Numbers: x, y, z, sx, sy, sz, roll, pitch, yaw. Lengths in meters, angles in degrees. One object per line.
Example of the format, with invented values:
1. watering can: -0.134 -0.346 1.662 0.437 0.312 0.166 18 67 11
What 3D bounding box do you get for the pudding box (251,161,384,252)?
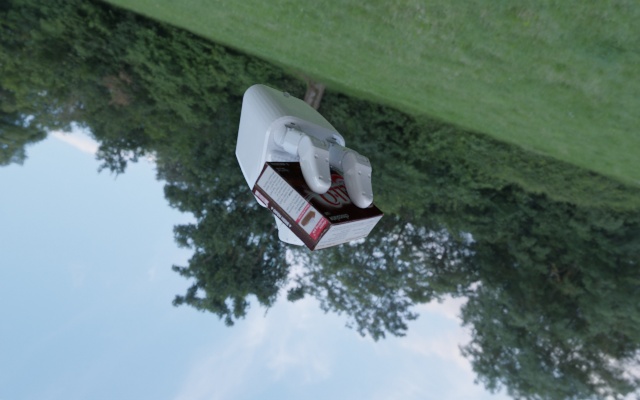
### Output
1. pudding box: 0.000 0.002 0.469 0.090 0.039 0.113 42 25 21
